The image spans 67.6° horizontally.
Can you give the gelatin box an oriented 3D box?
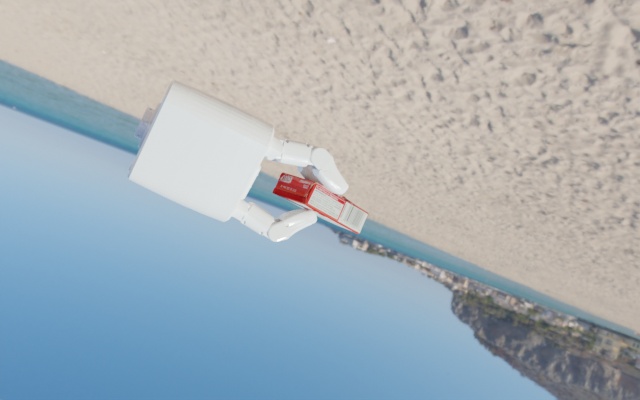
[{"bbox_3d":[0.000,0.002,0.550,0.089,0.030,0.073,30,-6,-34],"label":"gelatin box"}]
